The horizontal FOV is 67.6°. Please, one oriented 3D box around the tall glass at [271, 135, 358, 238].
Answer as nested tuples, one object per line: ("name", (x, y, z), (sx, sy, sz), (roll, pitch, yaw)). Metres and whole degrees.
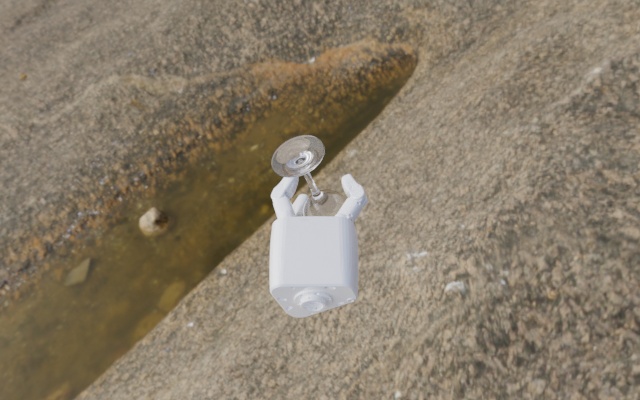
("tall glass", (0.000, 0.002, 0.698), (0.079, 0.079, 0.201), (0, -38, 23))
